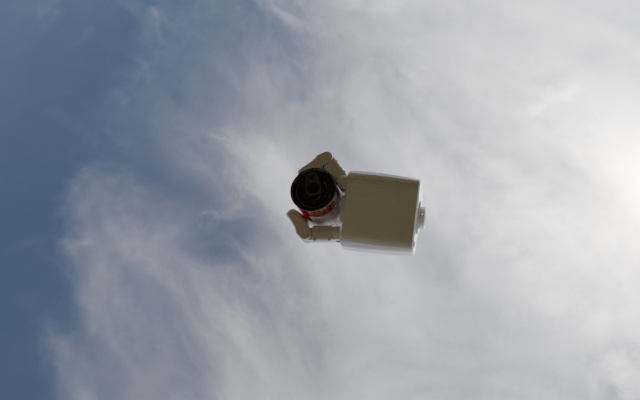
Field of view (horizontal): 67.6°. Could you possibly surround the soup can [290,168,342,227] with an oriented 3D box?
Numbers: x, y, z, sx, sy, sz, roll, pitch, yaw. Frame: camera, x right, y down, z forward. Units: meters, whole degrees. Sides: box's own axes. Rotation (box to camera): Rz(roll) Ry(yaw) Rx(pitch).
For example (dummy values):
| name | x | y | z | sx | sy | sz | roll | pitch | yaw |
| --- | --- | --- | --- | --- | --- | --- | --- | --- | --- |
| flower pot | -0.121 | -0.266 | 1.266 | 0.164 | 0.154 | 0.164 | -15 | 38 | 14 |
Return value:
| name | x | y | z | sx | sy | sz | roll | pitch | yaw |
| --- | --- | --- | --- | --- | --- | --- | --- | --- | --- |
| soup can | 0.000 | 0.003 | 0.727 | 0.068 | 0.068 | 0.102 | 0 | -22 | 13 |
